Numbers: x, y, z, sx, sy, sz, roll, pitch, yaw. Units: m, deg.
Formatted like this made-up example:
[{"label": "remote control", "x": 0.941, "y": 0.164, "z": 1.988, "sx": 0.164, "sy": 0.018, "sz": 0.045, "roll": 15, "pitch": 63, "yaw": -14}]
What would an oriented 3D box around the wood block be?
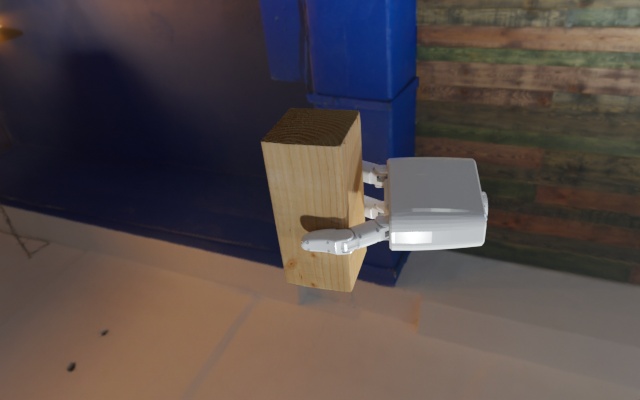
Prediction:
[{"label": "wood block", "x": 0.000, "y": 0.002, "z": 0.582, "sx": 0.090, "sy": 0.206, "sz": 0.090, "roll": 6, "pitch": 35, "yaw": 18}]
